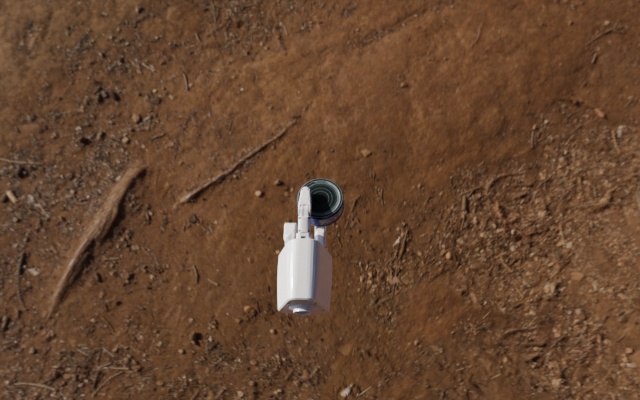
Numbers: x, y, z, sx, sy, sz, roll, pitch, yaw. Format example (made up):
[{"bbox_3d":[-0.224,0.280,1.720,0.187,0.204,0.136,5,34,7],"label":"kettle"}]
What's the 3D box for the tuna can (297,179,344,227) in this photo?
[{"bbox_3d":[0.000,0.003,0.876,0.086,0.086,0.034,0,-29,4],"label":"tuna can"}]
